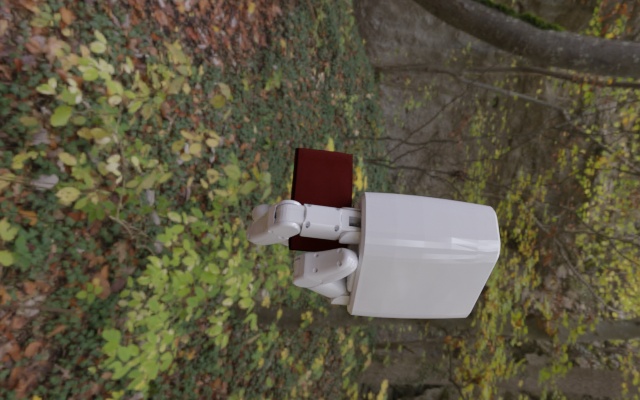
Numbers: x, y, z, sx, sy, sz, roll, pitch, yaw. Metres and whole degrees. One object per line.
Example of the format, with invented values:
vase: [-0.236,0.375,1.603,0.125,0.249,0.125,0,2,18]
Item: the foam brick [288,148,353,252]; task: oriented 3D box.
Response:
foam brick: [0.000,0.001,0.420,0.051,0.078,0.053,4,-29,-1]
